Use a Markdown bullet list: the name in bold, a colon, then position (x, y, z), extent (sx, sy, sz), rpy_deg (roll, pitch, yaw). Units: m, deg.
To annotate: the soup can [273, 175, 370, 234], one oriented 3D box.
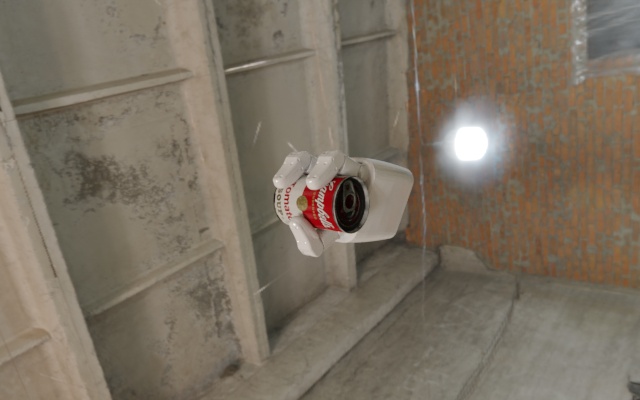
- **soup can**: position (0.000, 0.002, 0.589), extent (0.102, 0.068, 0.068), rpy_deg (5, 3, 41)
